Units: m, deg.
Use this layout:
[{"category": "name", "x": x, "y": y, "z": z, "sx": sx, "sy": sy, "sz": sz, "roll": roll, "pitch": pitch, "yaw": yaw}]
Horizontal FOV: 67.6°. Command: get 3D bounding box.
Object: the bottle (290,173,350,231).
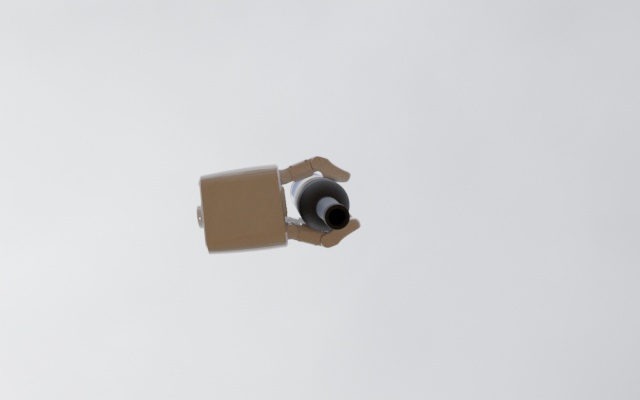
[{"category": "bottle", "x": 0.000, "y": 0.002, "z": 0.647, "sx": 0.069, "sy": 0.069, "sz": 0.295, "roll": 0, "pitch": 6, "yaw": -7}]
